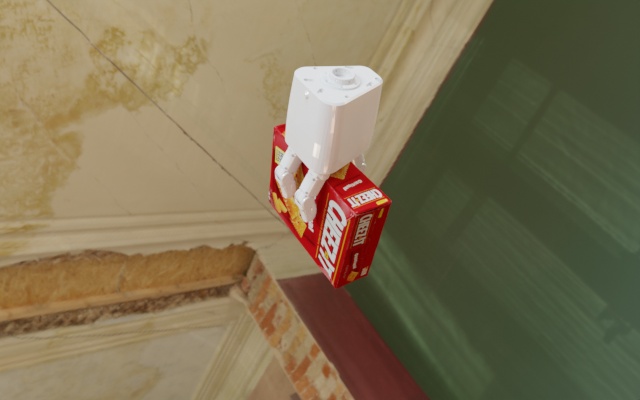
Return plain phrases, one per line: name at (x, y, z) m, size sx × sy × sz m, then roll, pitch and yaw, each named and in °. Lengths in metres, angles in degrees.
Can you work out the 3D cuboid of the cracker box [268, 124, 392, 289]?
cracker box at (0.000, 0.002, 0.732) m, size 0.072 × 0.164 × 0.213 m, roll -19°, pitch 50°, yaw -28°
